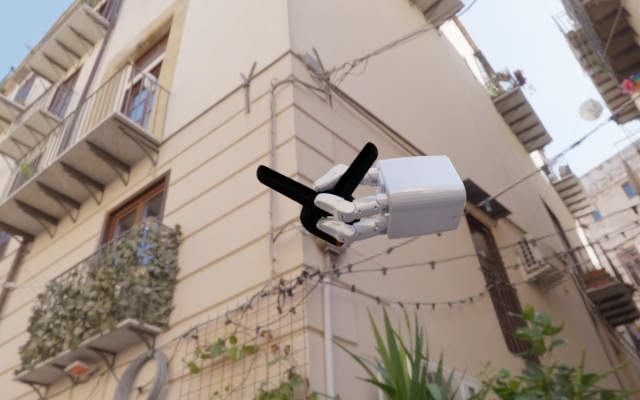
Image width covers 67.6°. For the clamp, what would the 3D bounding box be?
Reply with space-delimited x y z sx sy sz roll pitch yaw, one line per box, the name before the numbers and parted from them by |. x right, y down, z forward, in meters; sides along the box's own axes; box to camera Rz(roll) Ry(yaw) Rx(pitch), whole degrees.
clamp | 0.000 0.002 0.702 0.164 0.036 0.210 -6 -39 -1
